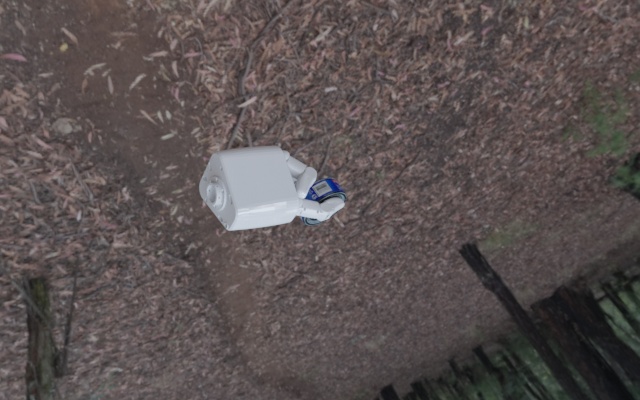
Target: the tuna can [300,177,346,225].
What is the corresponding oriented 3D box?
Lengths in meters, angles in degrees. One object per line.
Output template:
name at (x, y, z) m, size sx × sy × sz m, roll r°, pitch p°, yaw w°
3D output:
tuna can at (0.000, 0.003, 0.793) m, size 0.086 × 0.033 × 0.086 m, roll -28°, pitch -26°, yaw -15°
